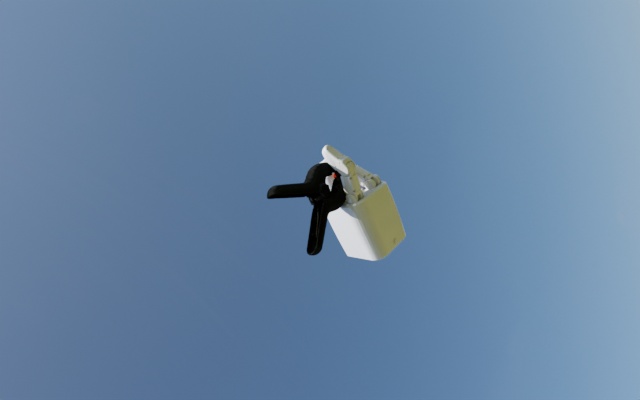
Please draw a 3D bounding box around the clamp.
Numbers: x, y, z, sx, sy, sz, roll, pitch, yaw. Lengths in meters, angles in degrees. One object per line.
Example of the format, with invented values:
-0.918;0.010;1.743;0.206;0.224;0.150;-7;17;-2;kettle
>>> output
0.000;0.002;0.742;0.039;0.120;0.171;-11;18;45;clamp
